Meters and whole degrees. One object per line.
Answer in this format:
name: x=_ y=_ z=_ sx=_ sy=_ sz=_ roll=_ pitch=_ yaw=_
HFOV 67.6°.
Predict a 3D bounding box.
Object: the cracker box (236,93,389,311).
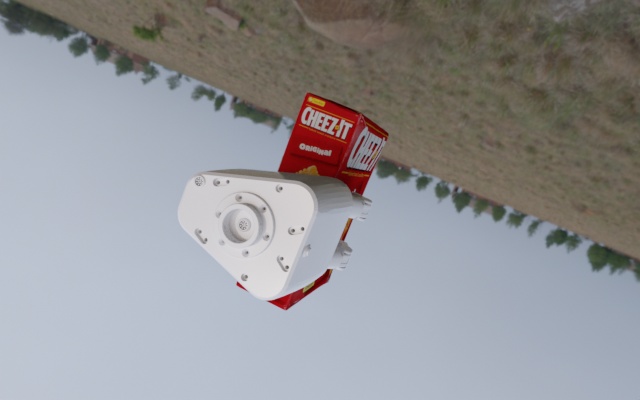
cracker box: x=0.000 y=0.002 z=0.551 sx=0.072 sy=0.214 sz=0.164 roll=24 pitch=8 yaw=15
